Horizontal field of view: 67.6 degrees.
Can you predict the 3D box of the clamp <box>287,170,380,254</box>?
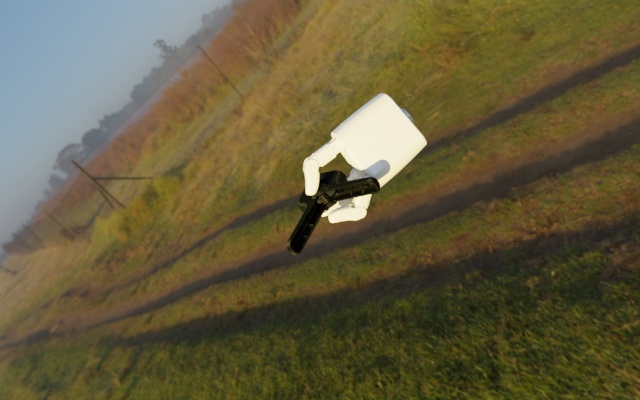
[{"bbox_3d":[0.000,0.002,0.772,0.164,0.036,0.210,-40,19,-1],"label":"clamp"}]
